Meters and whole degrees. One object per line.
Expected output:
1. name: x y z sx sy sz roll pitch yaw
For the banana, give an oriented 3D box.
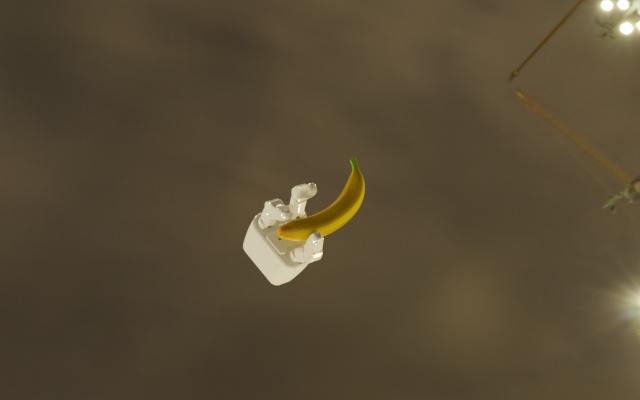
1. banana: 0.016 0.013 0.765 0.197 0.069 0.037 -45 -3 -31
